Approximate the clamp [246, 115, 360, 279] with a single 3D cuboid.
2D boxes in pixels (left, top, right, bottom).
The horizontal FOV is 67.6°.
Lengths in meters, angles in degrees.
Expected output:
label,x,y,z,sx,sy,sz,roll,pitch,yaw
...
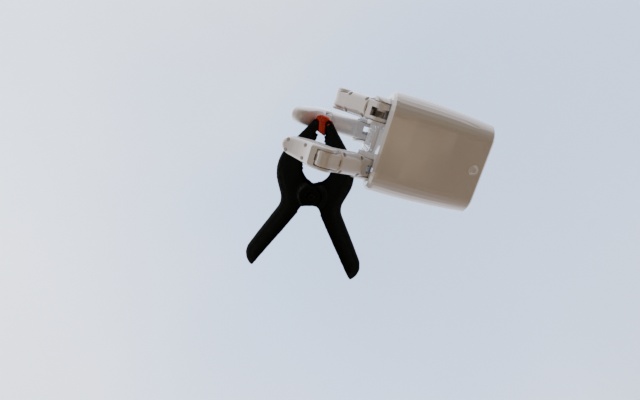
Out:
label,x,y,z,sx,sy,sz,roll,pitch,yaw
clamp,0.000,0.001,0.494,0.120,0.171,0.039,16,14,-7
